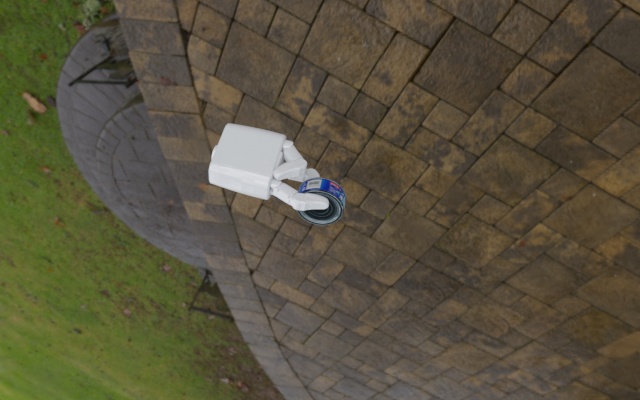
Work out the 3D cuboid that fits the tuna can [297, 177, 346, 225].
[{"bbox_3d":[0.000,0.003,0.827,0.086,0.086,0.033,0,43,12],"label":"tuna can"}]
